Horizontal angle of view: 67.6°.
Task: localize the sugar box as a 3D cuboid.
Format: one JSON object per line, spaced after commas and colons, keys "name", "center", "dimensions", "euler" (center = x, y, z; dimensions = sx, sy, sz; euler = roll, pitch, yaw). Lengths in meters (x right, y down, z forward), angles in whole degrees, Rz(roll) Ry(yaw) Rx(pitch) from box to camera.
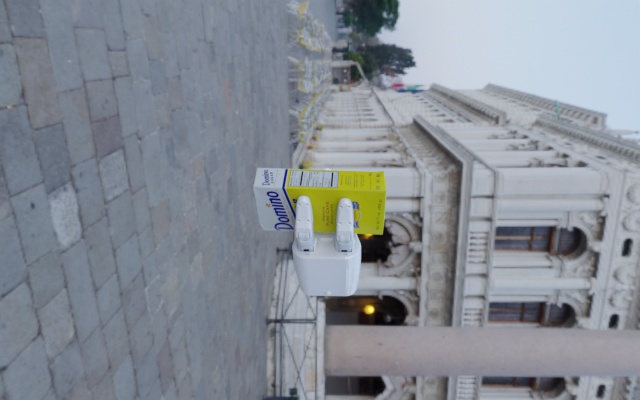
{"name": "sugar box", "center": [0.000, 0.003, 0.660], "dimensions": [0.176, 0.048, 0.093], "euler": [-1, -43, 3]}
